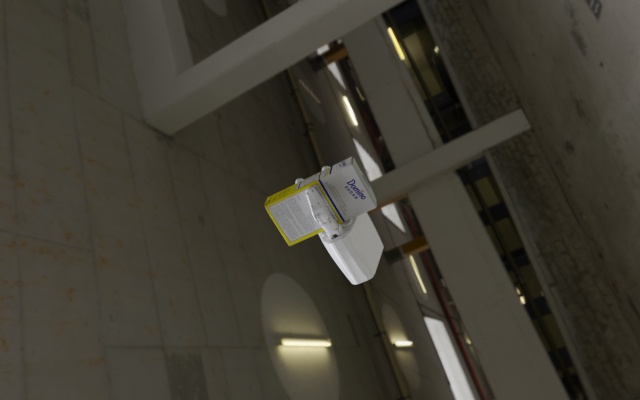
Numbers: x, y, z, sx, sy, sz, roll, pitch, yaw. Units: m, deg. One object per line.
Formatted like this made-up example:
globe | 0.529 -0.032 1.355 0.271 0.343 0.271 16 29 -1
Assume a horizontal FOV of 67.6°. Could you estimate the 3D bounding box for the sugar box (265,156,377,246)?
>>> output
sugar box | 0.000 0.003 0.836 0.176 0.093 0.048 -25 21 15
